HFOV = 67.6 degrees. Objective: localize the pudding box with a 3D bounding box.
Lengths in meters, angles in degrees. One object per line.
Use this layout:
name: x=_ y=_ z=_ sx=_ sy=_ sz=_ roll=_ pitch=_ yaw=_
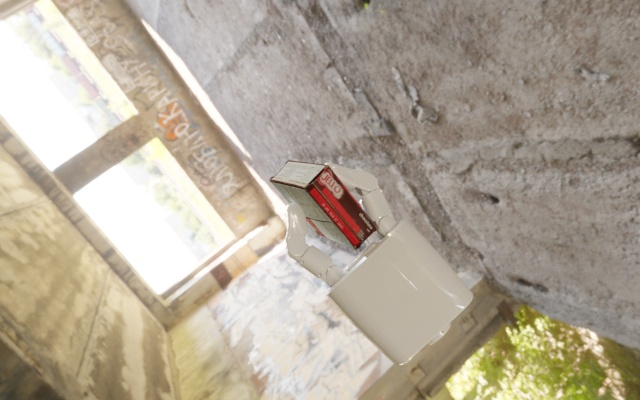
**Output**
pudding box: x=0.000 y=0.002 z=0.519 sx=0.039 sy=0.090 sz=0.113 roll=-45 pitch=22 yaw=-15
